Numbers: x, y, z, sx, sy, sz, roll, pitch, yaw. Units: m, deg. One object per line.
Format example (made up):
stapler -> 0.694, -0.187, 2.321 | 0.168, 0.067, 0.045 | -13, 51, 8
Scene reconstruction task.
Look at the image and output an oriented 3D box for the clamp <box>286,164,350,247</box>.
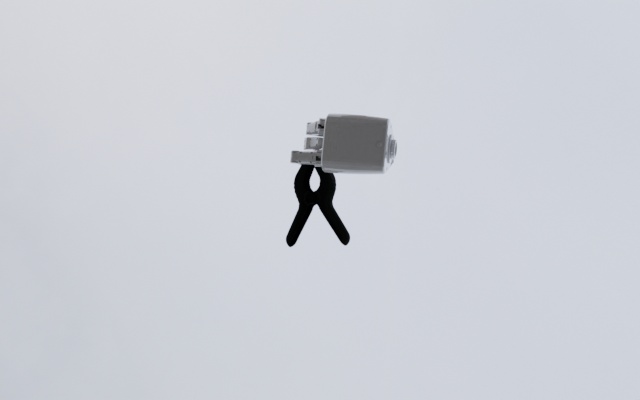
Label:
clamp -> 0.000, 0.003, 0.834 | 0.120, 0.171, 0.039 | 5, 3, 19
